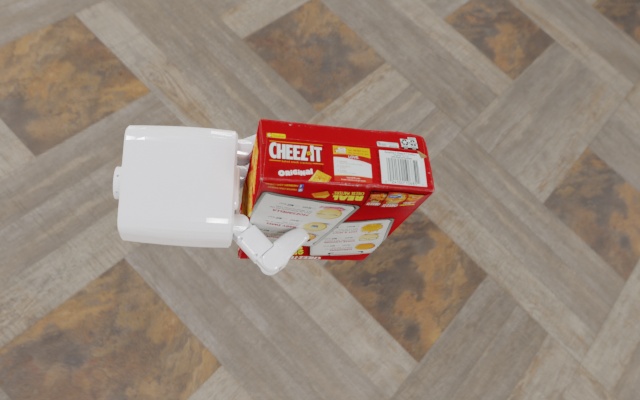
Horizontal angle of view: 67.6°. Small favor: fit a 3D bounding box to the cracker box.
[{"bbox_3d":[0.000,0.002,0.521,0.164,0.072,0.214,3,-25,-14],"label":"cracker box"}]
